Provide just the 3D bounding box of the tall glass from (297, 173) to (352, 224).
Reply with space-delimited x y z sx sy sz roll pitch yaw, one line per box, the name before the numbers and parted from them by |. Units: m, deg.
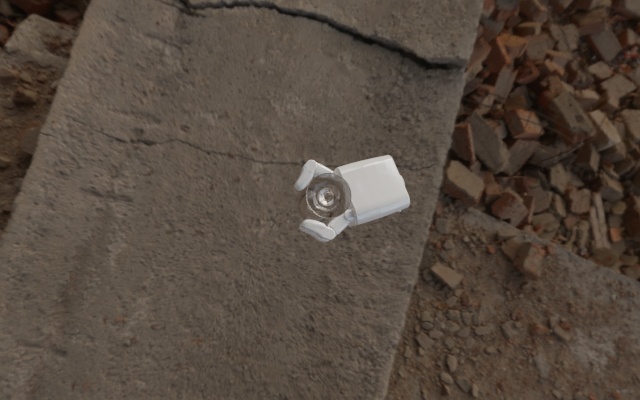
tall glass | 0.000 0.003 0.862 0.079 0.079 0.201 0 -6 -8
